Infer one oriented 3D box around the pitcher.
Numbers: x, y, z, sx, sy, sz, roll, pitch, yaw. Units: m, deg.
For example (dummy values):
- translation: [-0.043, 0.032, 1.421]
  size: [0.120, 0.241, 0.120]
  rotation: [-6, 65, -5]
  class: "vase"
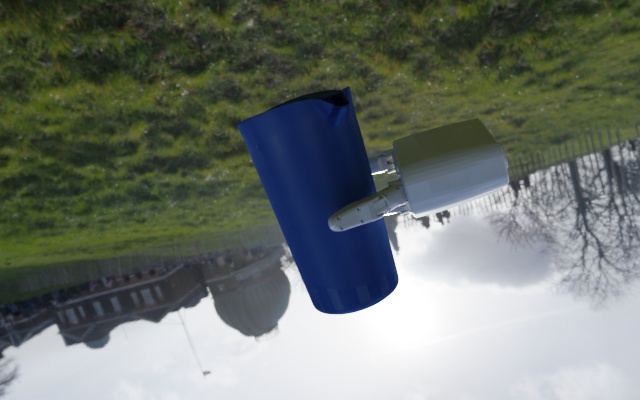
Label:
- translation: [0.000, 0.002, 0.559]
  size: [0.145, 0.243, 0.149]
  rotation: [-17, 8, 8]
  class: "pitcher"
